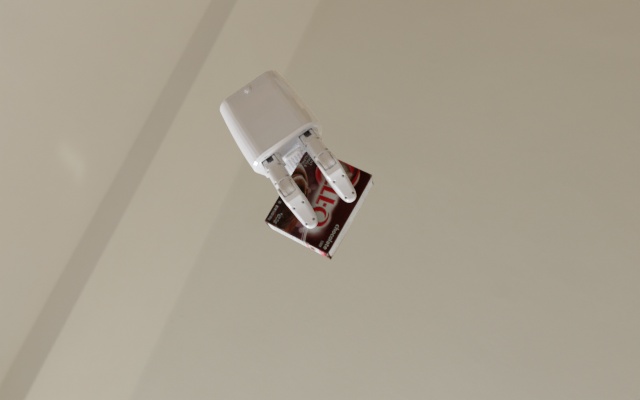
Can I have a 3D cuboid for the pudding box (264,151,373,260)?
[{"bbox_3d":[0.000,0.002,0.583,0.090,0.113,0.039,26,-10,19],"label":"pudding box"}]
